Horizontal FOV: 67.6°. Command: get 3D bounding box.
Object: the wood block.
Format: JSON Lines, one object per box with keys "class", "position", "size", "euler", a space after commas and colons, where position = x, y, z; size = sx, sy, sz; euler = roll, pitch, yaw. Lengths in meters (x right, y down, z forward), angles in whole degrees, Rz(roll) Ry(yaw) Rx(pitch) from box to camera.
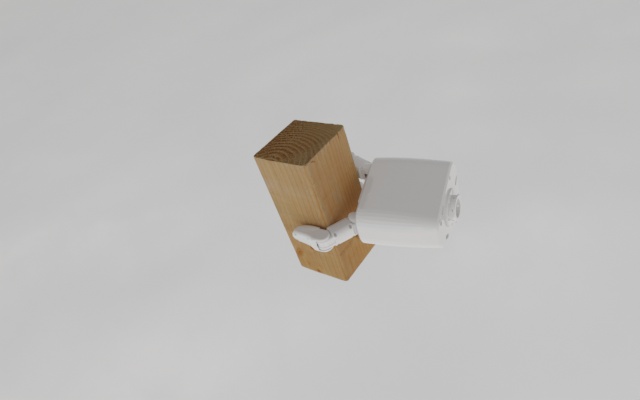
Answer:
{"class": "wood block", "position": [0.000, 0.003, 0.663], "size": [0.090, 0.206, 0.090], "euler": [13, 47, 37]}
